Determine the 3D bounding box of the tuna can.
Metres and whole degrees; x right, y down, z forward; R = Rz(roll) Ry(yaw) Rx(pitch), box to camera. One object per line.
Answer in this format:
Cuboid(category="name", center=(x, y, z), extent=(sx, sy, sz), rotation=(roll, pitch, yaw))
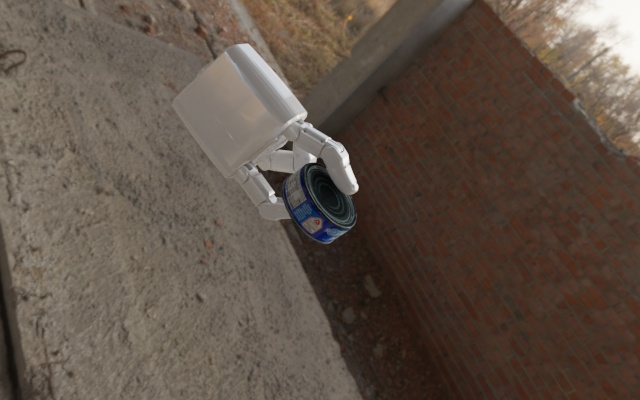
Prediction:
Cuboid(category="tuna can", center=(0.001, 0.001, 0.516), extent=(0.034, 0.086, 0.086), rotation=(-35, -18, 28))
